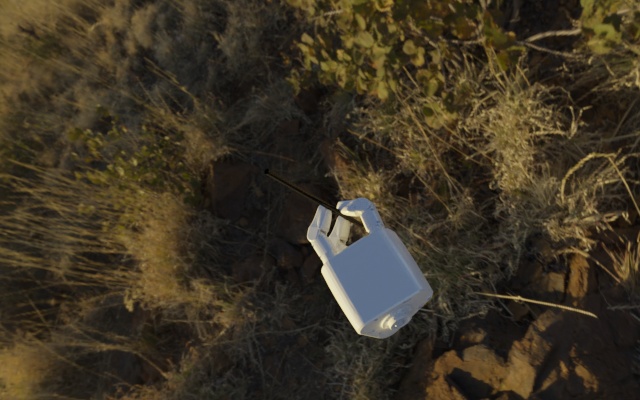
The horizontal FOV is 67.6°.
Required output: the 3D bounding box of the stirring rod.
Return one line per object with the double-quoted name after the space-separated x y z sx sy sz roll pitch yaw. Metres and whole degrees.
0.000 0.002 0.683 0.011 0.011 0.240 0 -19 36 "stirring rod"
